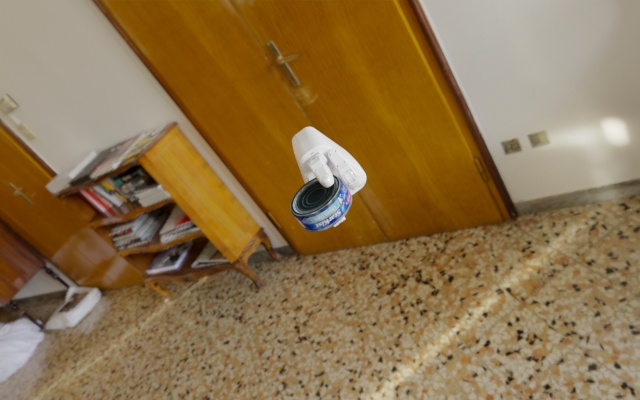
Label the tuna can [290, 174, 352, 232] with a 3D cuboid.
[{"bbox_3d":[0.000,0.002,0.684,0.086,0.086,0.034,0,-43,43],"label":"tuna can"}]
